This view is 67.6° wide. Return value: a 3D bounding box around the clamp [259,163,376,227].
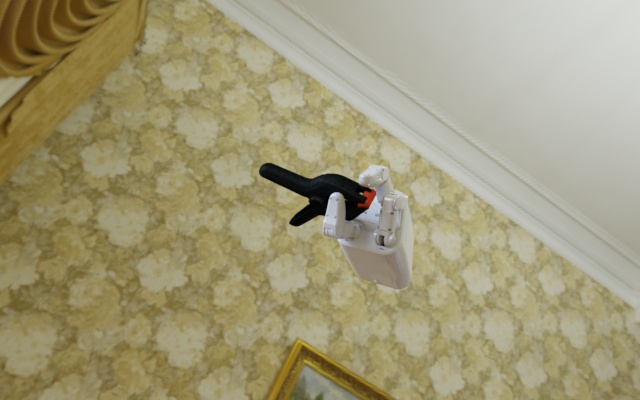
[{"bbox_3d":[0.000,0.002,0.681,0.171,0.039,0.120,11,-34,30],"label":"clamp"}]
